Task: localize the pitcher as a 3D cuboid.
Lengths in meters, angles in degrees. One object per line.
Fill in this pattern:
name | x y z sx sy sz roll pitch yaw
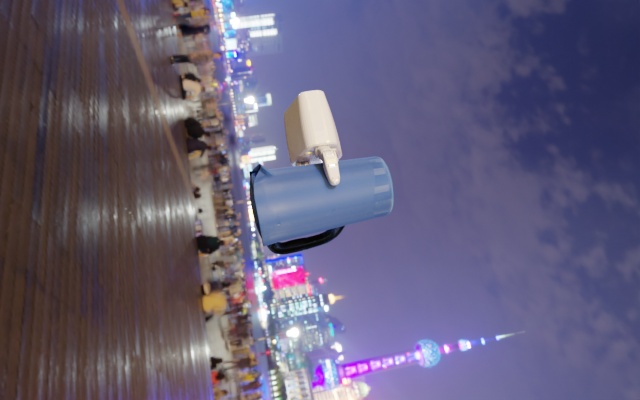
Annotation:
pitcher | 0.000 0.003 0.848 0.243 0.145 0.149 -10 -12 -8
